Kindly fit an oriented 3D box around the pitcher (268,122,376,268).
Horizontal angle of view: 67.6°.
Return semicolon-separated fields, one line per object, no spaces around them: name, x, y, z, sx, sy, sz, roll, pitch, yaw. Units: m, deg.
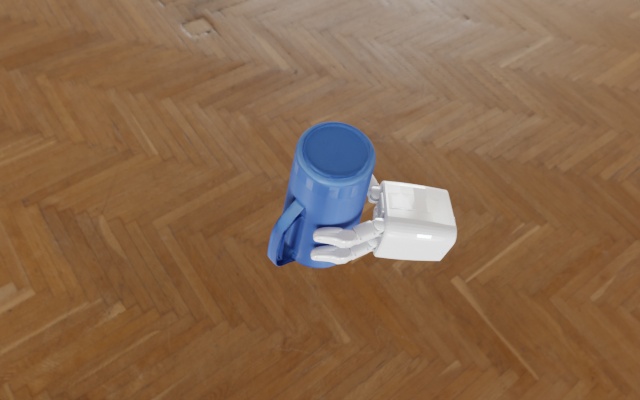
pitcher;0.000;0.002;0.722;0.145;0.149;0.243;6;-32;-4
